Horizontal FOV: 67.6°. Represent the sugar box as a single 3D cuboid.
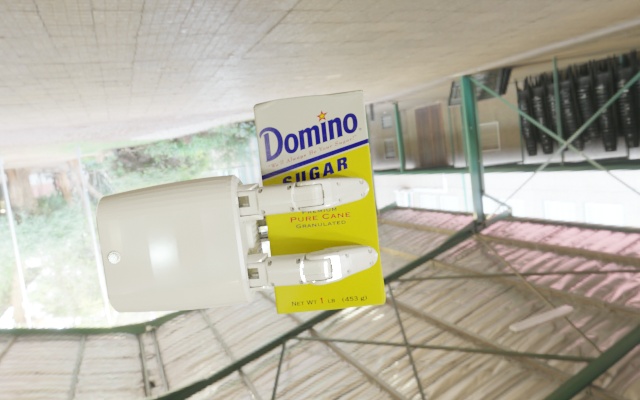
[{"bbox_3d":[0.000,0.001,0.404,0.093,0.176,0.048,-7,5,3],"label":"sugar box"}]
